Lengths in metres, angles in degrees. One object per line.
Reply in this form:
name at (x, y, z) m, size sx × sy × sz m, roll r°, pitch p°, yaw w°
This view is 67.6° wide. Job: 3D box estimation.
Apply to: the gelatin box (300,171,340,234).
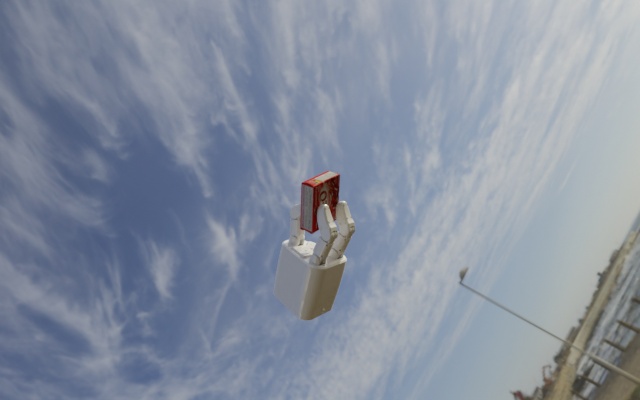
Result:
gelatin box at (0.000, 0.002, 0.808) m, size 0.030 × 0.089 × 0.073 m, roll 19°, pitch 30°, yaw 33°
